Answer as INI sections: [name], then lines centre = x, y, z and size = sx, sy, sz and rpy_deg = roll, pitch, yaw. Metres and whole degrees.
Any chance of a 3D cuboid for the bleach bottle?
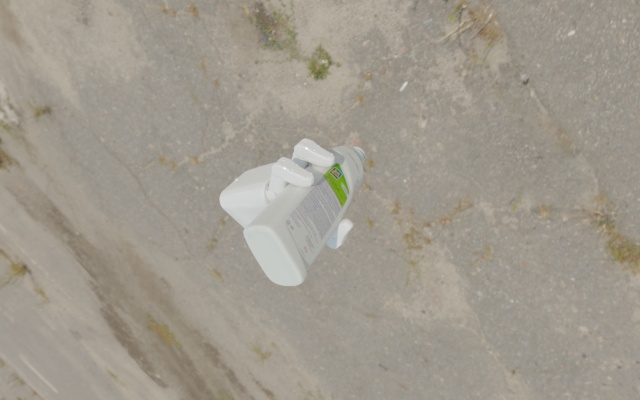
[bleach bottle]
centre = 0.000, 0.002, 0.686
size = 0.068, 0.103, 0.250
rpy_deg = -7, 29, 41
